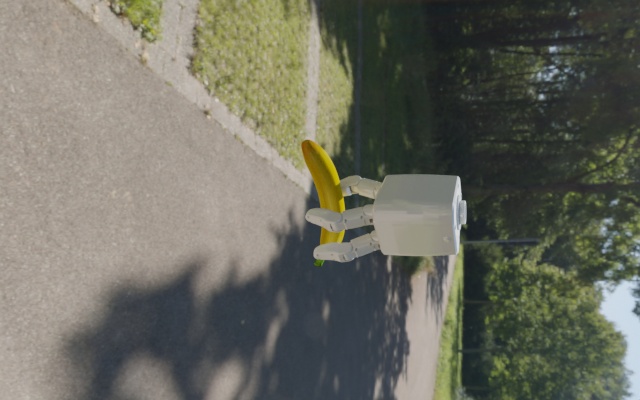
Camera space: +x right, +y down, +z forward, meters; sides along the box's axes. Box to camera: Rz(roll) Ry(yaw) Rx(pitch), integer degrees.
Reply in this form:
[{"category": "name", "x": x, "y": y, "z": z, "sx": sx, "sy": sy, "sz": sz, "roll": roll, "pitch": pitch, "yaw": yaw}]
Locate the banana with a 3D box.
[{"category": "banana", "x": 0.009, "y": -0.001, "z": 0.712, "sx": 0.037, "sy": 0.198, "sz": 0.069, "roll": 3, "pitch": 23, "yaw": 27}]
